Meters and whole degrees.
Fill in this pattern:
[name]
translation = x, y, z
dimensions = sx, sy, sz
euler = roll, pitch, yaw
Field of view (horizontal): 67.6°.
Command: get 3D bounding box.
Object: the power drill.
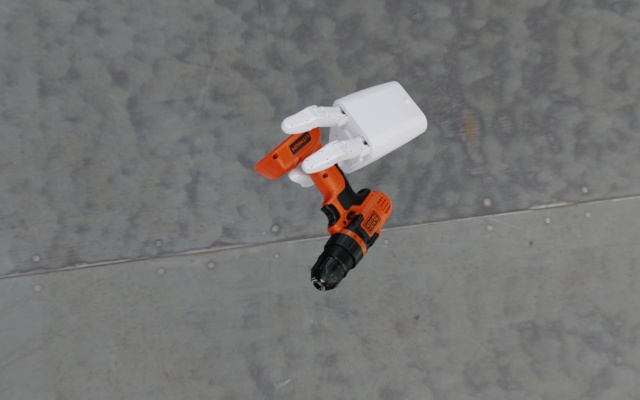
[power drill]
translation = 0.000, 0.002, 0.636
dimensions = 0.057, 0.188, 0.184
euler = -27, 16, 47
